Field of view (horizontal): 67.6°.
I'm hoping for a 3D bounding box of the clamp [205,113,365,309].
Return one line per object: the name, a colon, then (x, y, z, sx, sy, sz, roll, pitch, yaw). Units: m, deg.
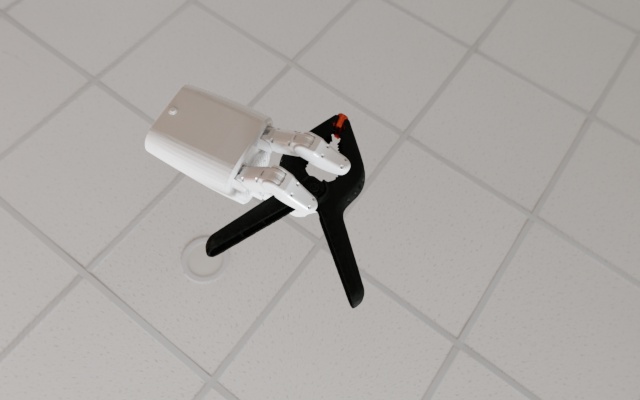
clamp: (0.000, 0.001, 0.508, 0.164, 0.210, 0.036, 26, -24, 5)
